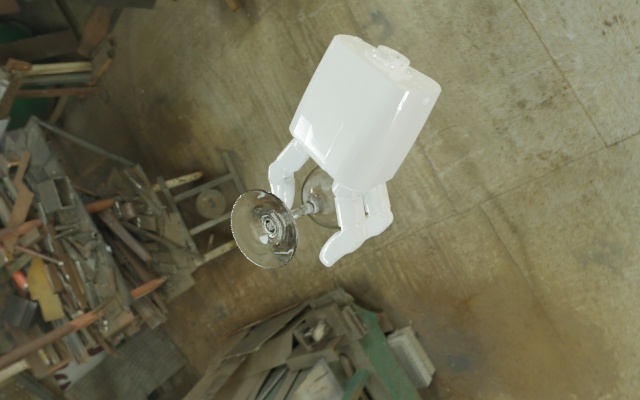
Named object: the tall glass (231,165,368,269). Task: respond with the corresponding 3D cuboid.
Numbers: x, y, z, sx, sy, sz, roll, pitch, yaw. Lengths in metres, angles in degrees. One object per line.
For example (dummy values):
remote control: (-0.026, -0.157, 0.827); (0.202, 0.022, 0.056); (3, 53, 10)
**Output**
tall glass: (0.000, 0.002, 0.506); (0.079, 0.079, 0.201); (0, 14, 32)
